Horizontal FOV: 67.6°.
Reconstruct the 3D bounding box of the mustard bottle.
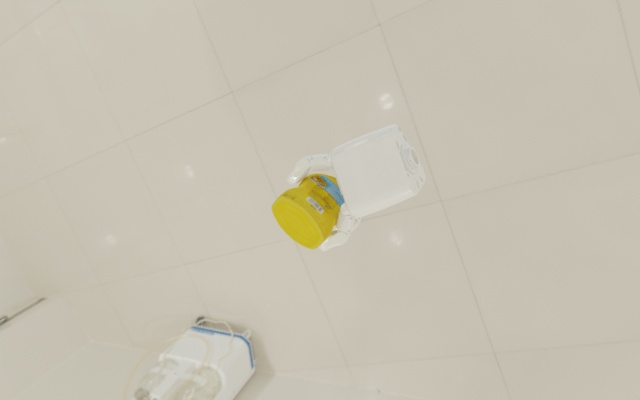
[{"bbox_3d":[0.000,0.003,0.790,0.058,0.096,0.191,-48,-3,30],"label":"mustard bottle"}]
